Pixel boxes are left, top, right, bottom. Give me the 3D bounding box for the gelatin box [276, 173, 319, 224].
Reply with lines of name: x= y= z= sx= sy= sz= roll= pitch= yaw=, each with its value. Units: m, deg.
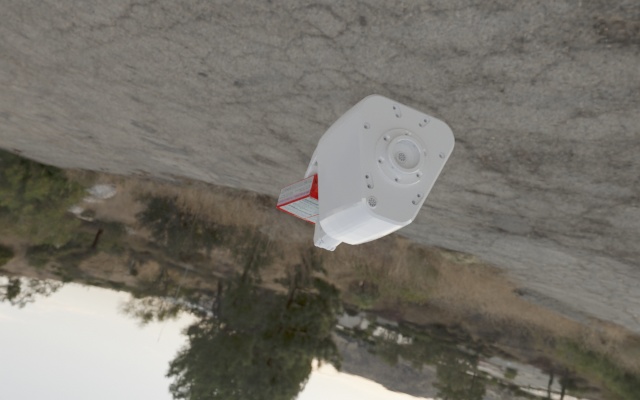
gelatin box: x=0.000 y=0.002 z=0.568 sx=0.073 sy=0.030 sz=0.089 roll=23 pitch=-22 yaw=-25
